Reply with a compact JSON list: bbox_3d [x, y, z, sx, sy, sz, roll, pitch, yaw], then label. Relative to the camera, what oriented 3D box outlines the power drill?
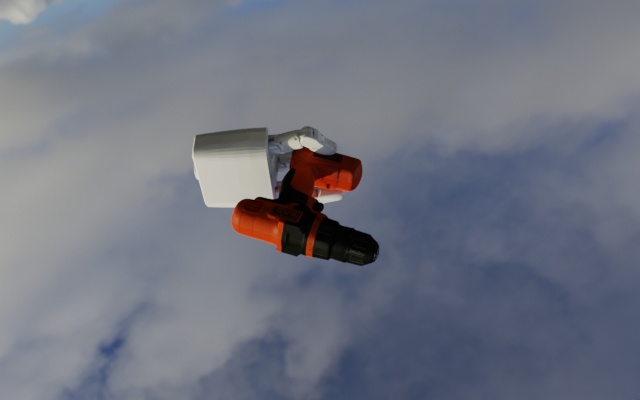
[{"bbox_3d":[0.000,0.002,0.632,0.184,0.057,0.187,16,36,9],"label":"power drill"}]
